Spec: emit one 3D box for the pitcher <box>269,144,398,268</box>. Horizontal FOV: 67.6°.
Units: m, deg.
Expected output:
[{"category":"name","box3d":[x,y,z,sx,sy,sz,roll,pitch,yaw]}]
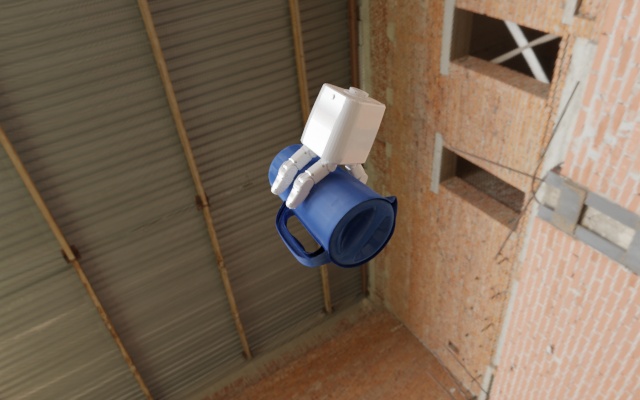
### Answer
[{"category":"pitcher","box3d":[0.000,0.003,0.828,0.149,0.145,0.242,4,27,-39]}]
